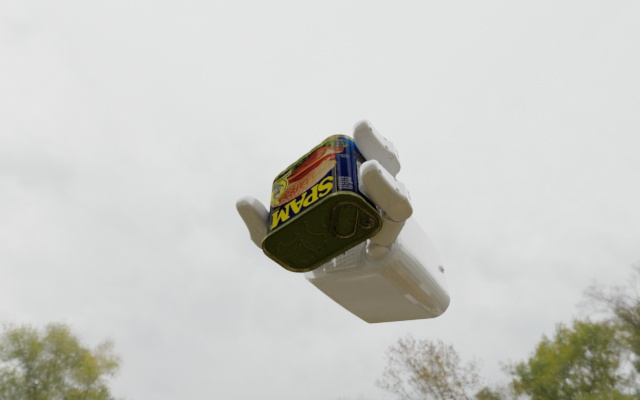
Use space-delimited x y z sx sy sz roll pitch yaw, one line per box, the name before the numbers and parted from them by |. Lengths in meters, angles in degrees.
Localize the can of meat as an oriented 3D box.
can of meat | 0.000 0.001 0.418 0.102 0.083 0.057 -33 -55 27
